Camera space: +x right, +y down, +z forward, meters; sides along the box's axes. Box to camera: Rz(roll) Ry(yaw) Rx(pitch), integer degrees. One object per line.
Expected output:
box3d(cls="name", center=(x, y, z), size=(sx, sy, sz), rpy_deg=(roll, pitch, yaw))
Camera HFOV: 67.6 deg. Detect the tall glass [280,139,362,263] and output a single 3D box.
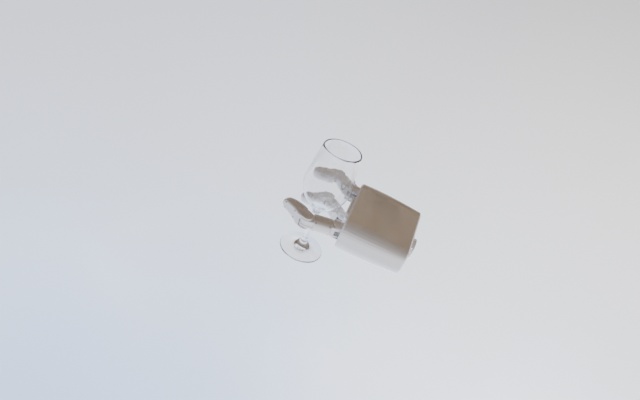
box3d(cls="tall glass", center=(0.000, 0.003, 0.756), size=(0.079, 0.201, 0.079), rpy_deg=(16, 33, -11))
